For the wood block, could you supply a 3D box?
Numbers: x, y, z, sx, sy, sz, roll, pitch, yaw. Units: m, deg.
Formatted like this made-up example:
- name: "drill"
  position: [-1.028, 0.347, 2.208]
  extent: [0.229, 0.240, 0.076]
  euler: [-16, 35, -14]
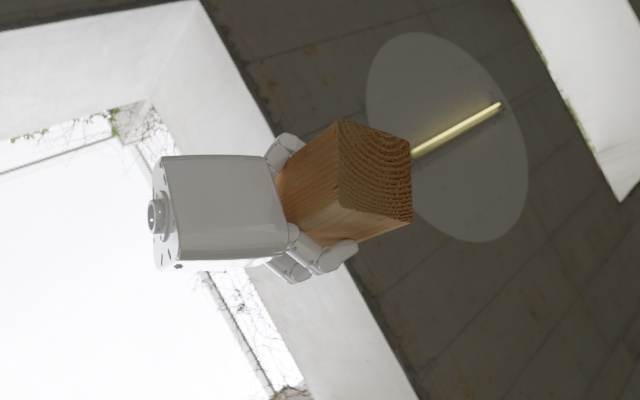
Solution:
- name: "wood block"
  position: [0.000, 0.001, 0.531]
  extent: [0.090, 0.090, 0.206]
  euler: [13, -23, -29]
